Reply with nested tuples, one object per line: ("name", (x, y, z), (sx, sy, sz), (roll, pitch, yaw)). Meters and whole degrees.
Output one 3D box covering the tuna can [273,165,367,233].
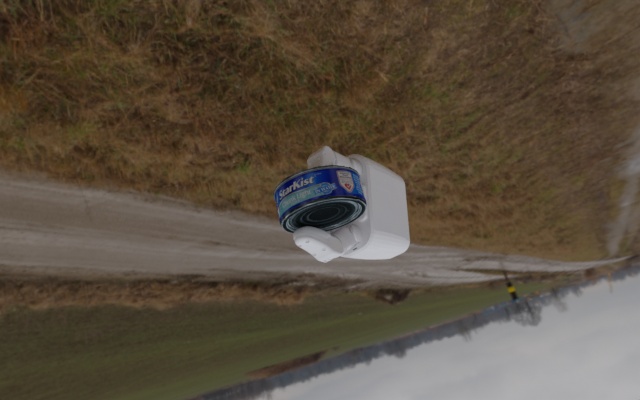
("tuna can", (0.000, 0.002, 0.456), (0.086, 0.033, 0.086), (-11, -23, -5))
